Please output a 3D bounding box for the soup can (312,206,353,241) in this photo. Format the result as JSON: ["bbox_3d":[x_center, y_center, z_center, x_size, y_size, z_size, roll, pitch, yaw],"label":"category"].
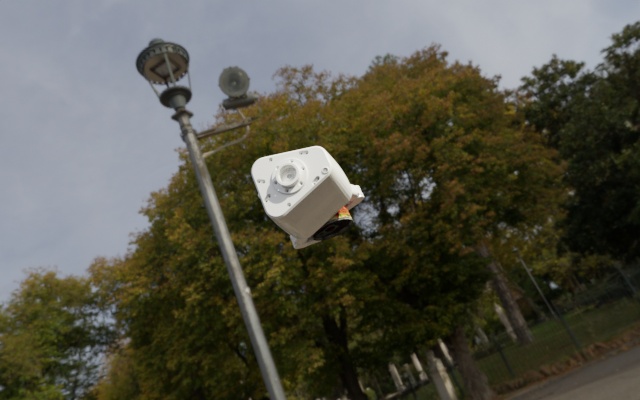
[{"bbox_3d":[0.000,0.002,0.745,0.068,0.102,0.068,-20,-23,-9],"label":"soup can"}]
